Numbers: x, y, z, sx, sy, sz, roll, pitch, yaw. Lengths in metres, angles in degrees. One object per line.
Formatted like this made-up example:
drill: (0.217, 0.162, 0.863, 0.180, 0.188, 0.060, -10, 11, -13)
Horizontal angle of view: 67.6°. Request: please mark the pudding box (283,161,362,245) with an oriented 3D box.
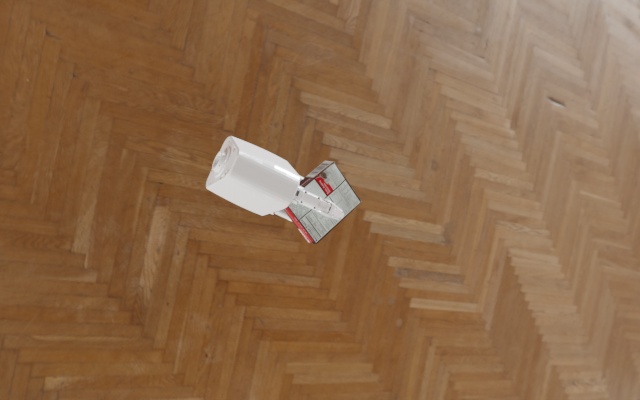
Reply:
pudding box: (0.000, 0.003, 0.783, 0.113, 0.090, 0.039, -41, 20, -16)
